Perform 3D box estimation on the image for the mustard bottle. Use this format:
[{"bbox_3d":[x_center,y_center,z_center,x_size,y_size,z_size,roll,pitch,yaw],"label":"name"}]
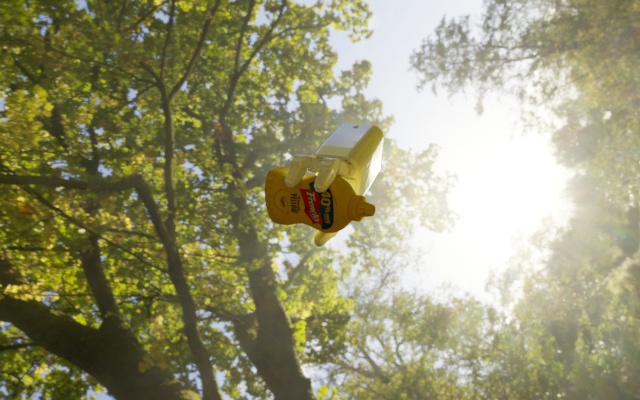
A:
[{"bbox_3d":[0.000,0.003,0.770,0.191,0.096,0.058,9,20,32],"label":"mustard bottle"}]
